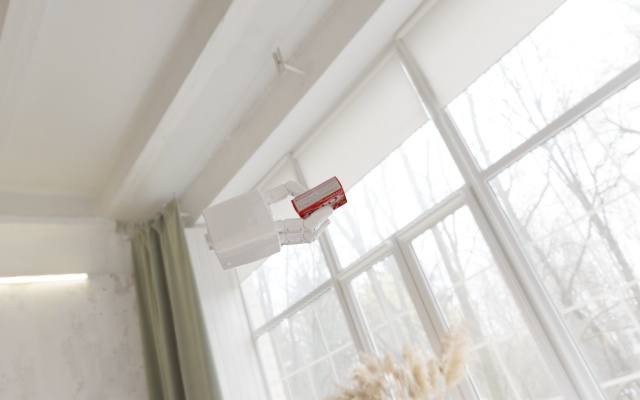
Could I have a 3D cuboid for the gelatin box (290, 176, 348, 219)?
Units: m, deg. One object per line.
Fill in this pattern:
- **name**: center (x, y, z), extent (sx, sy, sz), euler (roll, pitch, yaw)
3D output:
- **gelatin box**: center (0.000, 0.002, 0.822), extent (0.089, 0.030, 0.073), euler (-30, -23, -1)
